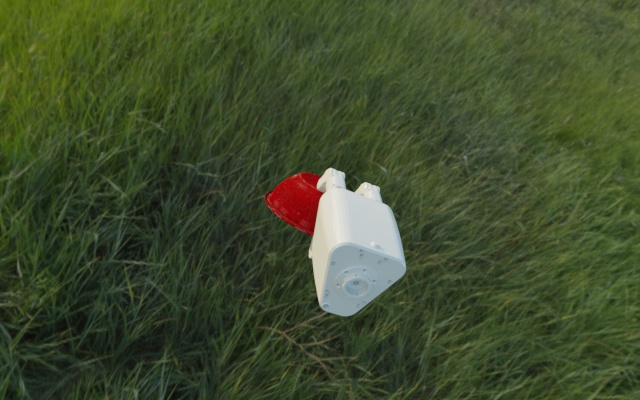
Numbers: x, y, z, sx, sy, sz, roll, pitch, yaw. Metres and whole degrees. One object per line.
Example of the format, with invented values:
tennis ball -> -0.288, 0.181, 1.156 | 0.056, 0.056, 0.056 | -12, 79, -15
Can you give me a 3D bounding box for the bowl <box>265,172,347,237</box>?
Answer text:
bowl -> 0.000, 0.001, 0.723 | 0.162, 0.055, 0.162 | 23, 16, -7
